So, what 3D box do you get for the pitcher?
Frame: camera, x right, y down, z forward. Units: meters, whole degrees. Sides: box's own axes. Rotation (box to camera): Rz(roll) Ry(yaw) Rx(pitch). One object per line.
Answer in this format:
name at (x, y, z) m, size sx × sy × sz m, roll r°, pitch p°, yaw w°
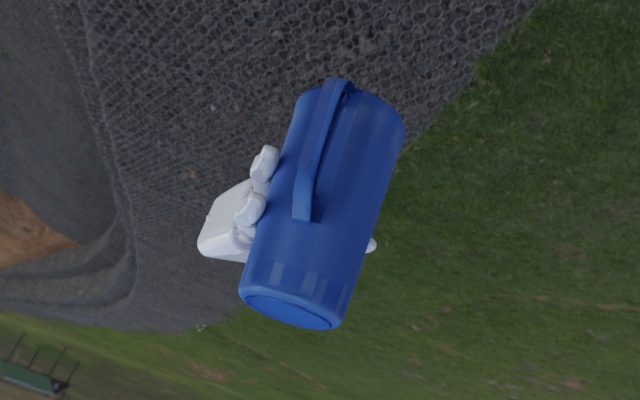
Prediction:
pitcher at (0.000, 0.002, 0.507) m, size 0.149 × 0.242 × 0.145 m, roll 33°, pitch -29°, yaw -29°
